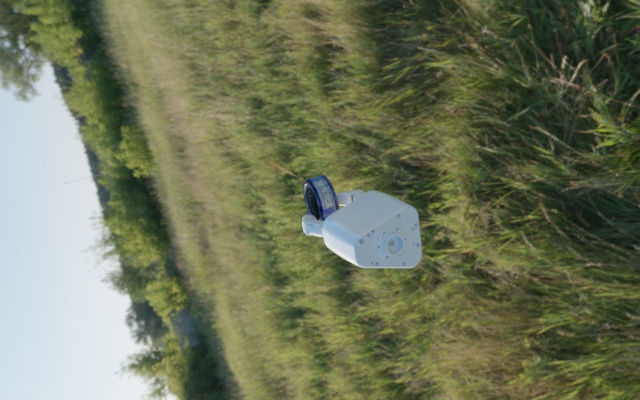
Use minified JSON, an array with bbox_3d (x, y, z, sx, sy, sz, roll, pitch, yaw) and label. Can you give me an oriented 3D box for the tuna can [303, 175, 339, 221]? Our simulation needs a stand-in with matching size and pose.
[{"bbox_3d":[0.000,0.003,0.803,0.034,0.086,0.086,-16,4,-16],"label":"tuna can"}]
